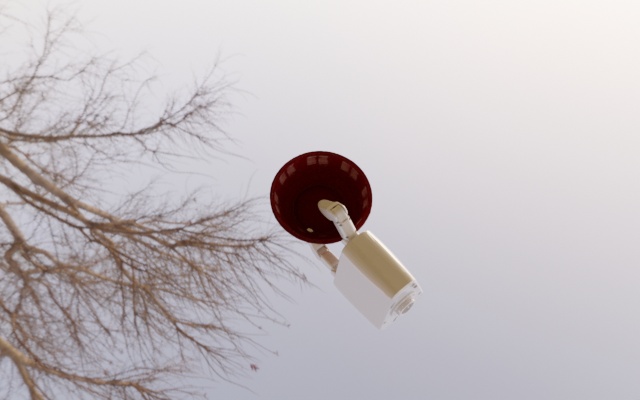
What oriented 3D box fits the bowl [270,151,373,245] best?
[{"bbox_3d":[0.000,0.002,0.769,0.162,0.162,0.055,0,-24,-3],"label":"bowl"}]
